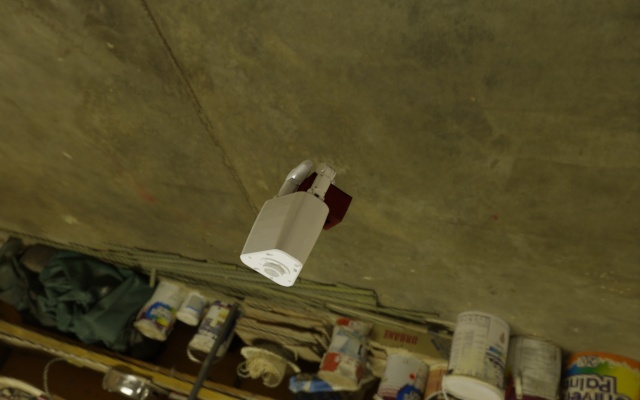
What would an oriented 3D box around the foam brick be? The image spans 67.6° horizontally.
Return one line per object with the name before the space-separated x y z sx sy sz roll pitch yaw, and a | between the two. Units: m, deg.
foam brick | 0.000 0.003 0.763 0.078 0.051 0.053 33 -33 -15
